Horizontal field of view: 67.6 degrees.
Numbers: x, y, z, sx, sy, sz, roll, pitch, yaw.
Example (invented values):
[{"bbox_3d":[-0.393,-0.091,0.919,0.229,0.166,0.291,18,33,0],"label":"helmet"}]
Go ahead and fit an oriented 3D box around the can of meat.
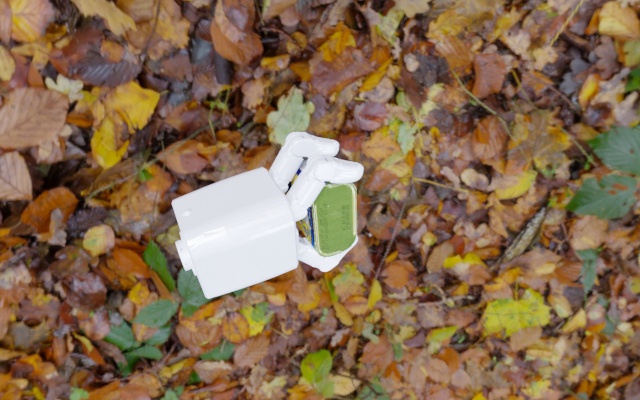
[{"bbox_3d":[0.000,0.002,0.546,0.057,0.102,0.084,-17,36,-17],"label":"can of meat"}]
